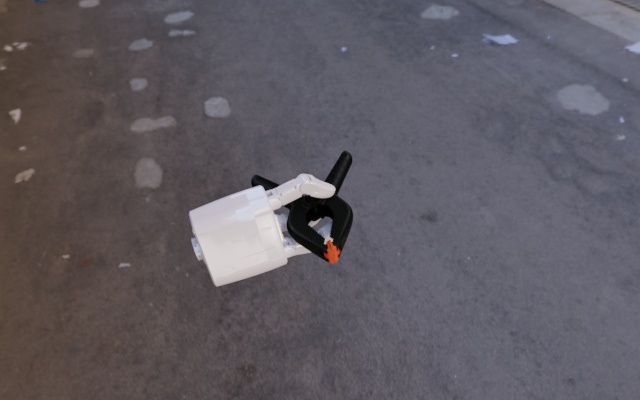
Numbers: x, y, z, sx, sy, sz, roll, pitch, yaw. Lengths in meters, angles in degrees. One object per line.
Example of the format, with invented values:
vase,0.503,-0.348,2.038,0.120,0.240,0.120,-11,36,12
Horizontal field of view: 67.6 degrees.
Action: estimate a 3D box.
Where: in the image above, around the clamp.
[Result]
clamp,0.000,0.002,0.697,0.164,0.036,0.209,-21,43,-9
